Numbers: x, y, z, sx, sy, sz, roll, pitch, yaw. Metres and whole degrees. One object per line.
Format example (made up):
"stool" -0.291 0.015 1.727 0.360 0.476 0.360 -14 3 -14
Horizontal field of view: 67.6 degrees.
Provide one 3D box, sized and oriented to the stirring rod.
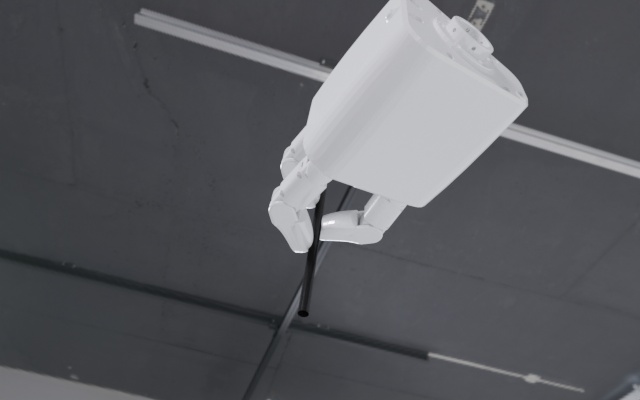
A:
"stirring rod" 0.000 0.001 0.425 0.011 0.011 0.239 0 40 8
